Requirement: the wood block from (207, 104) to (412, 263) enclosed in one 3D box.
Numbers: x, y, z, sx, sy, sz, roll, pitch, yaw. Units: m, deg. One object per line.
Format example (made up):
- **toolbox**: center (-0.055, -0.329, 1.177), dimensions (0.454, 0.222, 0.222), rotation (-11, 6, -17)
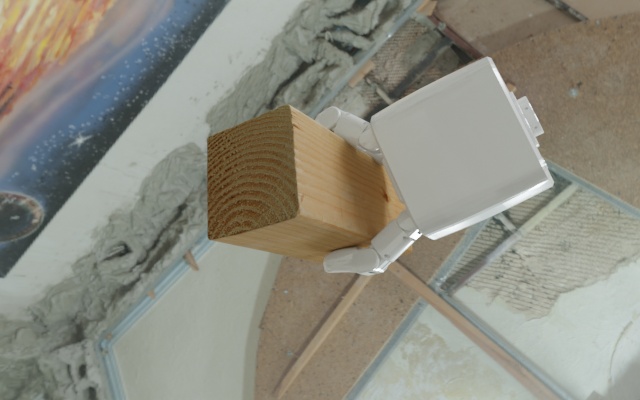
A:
- **wood block**: center (0.001, 0.002, 0.444), dimensions (0.090, 0.090, 0.206), rotation (-16, -21, 30)
